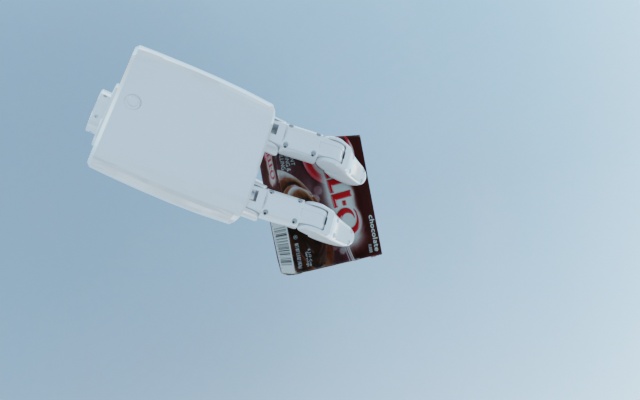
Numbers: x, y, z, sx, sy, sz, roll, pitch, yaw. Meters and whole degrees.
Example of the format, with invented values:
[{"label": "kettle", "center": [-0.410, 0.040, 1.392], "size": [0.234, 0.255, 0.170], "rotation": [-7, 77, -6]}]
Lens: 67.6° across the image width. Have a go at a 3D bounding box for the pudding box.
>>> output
[{"label": "pudding box", "center": [0.000, 0.001, 0.417], "size": [0.090, 0.113, 0.039], "rotation": [-9, -2, -31]}]
